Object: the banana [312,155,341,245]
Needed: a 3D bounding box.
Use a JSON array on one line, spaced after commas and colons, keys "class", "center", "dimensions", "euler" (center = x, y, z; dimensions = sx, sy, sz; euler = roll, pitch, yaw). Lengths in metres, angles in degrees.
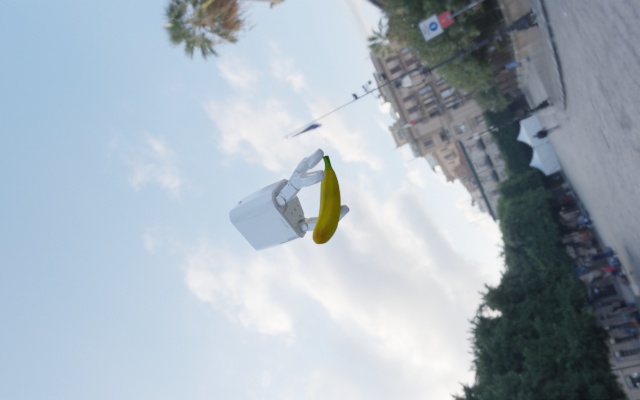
[{"class": "banana", "center": [0.009, 0.012, 0.828], "dimensions": [0.037, 0.197, 0.070], "euler": [-19, -48, 23]}]
